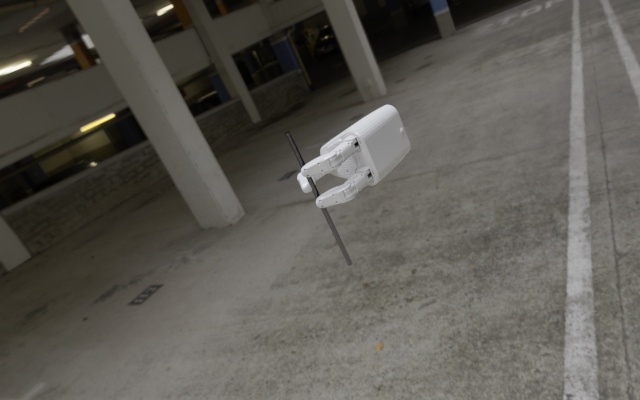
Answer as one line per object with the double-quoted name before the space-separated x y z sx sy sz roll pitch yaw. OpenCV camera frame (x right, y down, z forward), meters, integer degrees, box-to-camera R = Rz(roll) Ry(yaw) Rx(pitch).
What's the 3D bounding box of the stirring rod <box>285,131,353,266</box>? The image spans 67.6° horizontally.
"stirring rod" 0.000 0.002 0.739 0.011 0.240 0.011 -22 21 9
